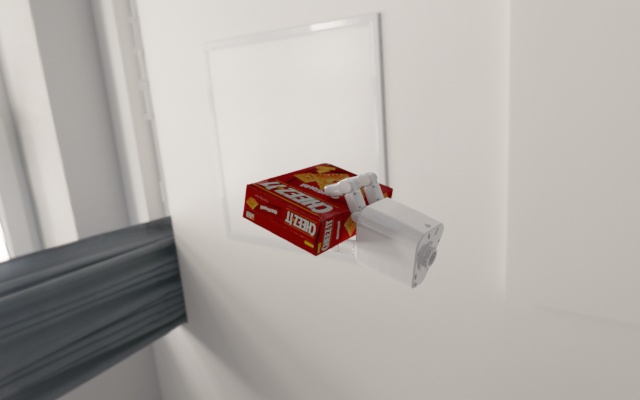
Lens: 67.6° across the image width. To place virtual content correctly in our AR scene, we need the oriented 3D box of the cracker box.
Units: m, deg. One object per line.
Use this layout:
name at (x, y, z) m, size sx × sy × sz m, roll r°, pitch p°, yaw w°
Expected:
cracker box at (0.000, 0.003, 0.828) m, size 0.164 × 0.072 × 0.213 m, roll 24°, pitch 27°, yaw 32°
